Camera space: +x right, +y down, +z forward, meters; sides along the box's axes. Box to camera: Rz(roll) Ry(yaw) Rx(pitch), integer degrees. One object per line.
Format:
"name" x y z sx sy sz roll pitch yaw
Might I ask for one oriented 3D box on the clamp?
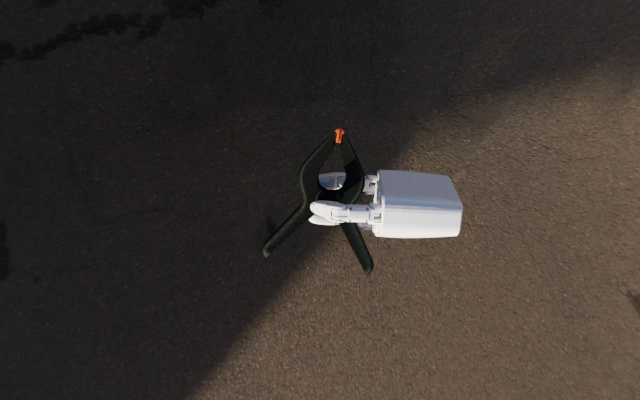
"clamp" 0.000 0.002 0.681 0.164 0.210 0.036 3 12 0
